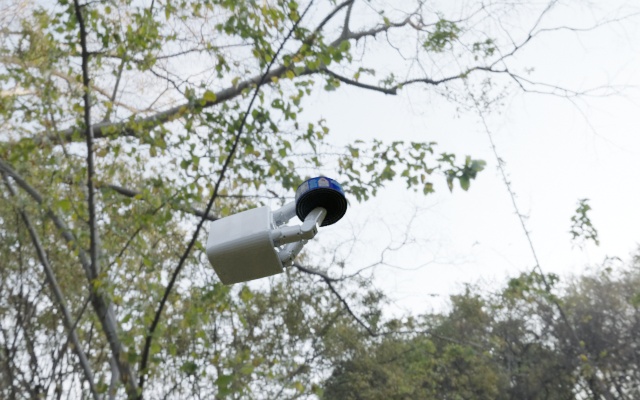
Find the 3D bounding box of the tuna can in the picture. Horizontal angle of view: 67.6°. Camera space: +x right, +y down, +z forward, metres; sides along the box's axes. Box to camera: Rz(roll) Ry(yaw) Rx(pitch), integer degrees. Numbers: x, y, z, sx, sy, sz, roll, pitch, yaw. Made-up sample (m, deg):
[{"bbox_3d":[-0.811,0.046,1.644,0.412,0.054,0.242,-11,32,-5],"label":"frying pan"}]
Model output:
[{"bbox_3d":[0.000,0.002,0.785,0.086,0.086,0.033,0,41,-8],"label":"tuna can"}]
